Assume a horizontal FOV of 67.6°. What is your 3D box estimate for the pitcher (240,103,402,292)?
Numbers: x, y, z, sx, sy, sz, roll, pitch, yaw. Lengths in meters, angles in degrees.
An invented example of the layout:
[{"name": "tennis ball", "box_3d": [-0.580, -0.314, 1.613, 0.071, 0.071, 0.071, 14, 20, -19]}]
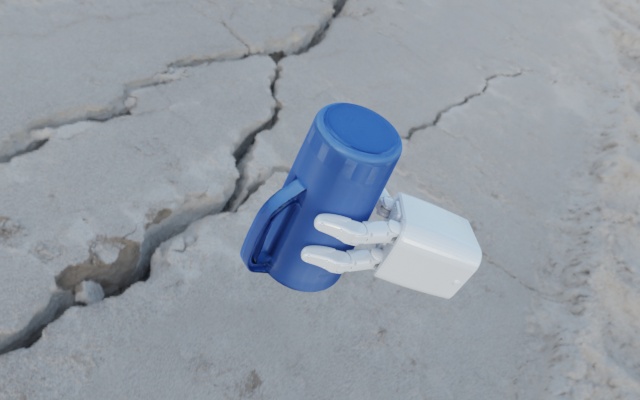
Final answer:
[{"name": "pitcher", "box_3d": [0.000, 0.002, 0.612, 0.145, 0.243, 0.149, 21, 41, -4]}]
